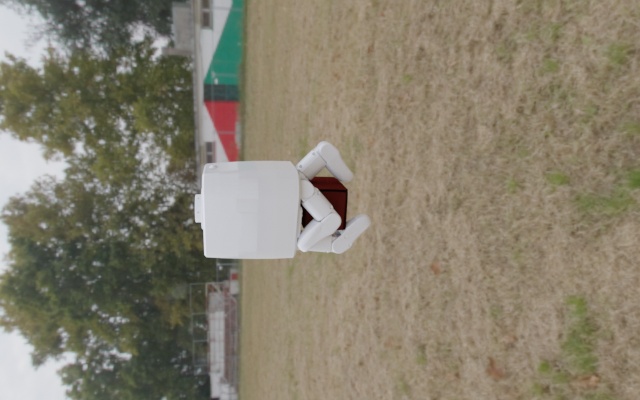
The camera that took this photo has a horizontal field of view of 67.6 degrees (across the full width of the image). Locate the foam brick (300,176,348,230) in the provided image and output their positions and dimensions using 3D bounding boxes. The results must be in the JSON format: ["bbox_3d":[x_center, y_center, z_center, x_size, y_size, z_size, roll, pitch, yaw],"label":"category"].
[{"bbox_3d":[0.000,0.002,0.603,0.051,0.053,0.078,0,14,-11],"label":"foam brick"}]
